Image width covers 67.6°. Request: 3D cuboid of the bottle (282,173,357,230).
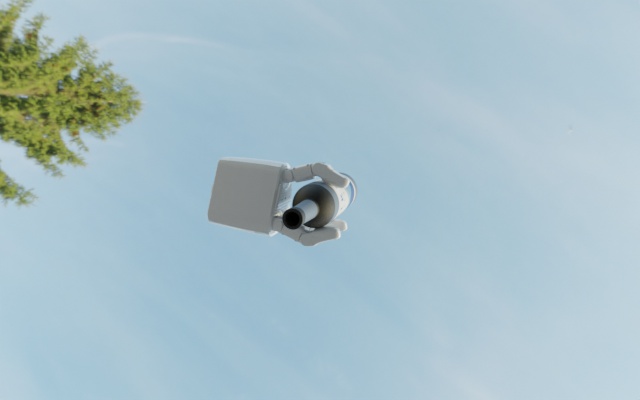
[{"bbox_3d":[0.000,0.002,0.734,0.069,0.069,0.295,0,8,14],"label":"bottle"}]
